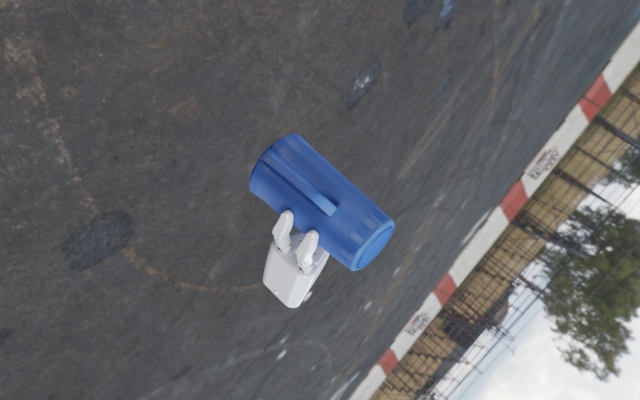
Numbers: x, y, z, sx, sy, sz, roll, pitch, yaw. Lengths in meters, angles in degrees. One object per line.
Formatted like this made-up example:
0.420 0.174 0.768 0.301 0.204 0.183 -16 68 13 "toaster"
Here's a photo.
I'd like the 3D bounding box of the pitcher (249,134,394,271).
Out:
0.000 0.003 0.809 0.242 0.145 0.149 40 42 20 "pitcher"
